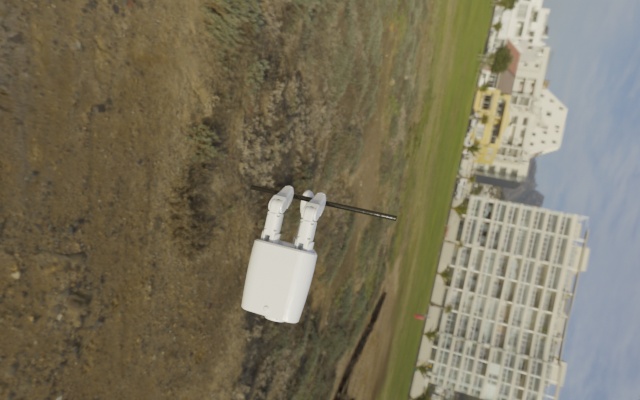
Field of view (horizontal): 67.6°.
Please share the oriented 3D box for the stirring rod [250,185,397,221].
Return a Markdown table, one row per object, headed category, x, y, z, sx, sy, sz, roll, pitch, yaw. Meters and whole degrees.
| category | x | y | z | sx | sy | sz | roll | pitch | yaw |
| --- | --- | --- | --- | --- | --- | --- | --- | --- | --- |
| stirring rod | 0.000 | 0.003 | 0.746 | 0.239 | 0.011 | 0.011 | 12 | 3 | 17 |
